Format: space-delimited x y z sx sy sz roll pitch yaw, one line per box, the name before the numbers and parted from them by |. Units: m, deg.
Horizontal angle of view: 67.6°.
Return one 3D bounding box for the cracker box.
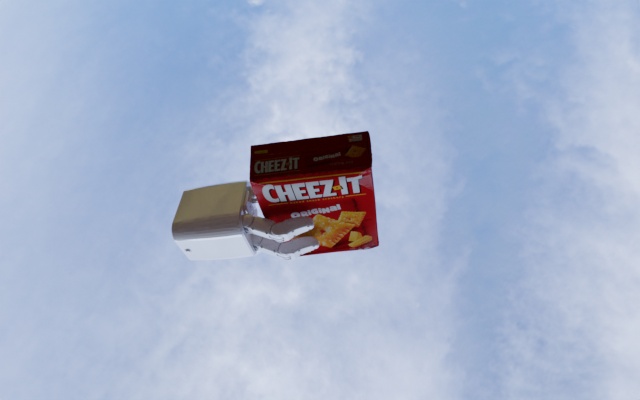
cracker box | 0.000 0.002 0.709 0.164 0.072 0.214 -7 -35 5
